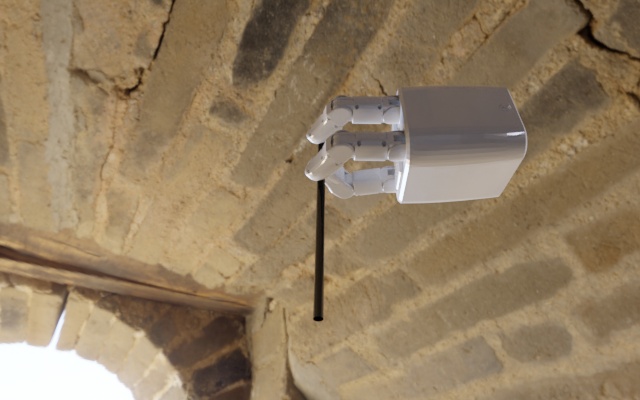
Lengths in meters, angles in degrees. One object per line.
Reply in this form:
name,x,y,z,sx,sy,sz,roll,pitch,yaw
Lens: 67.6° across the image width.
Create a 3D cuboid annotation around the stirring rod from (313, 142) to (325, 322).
stirring rod,0.000,0.002,0.444,0.011,0.239,0.011,1,-42,1
